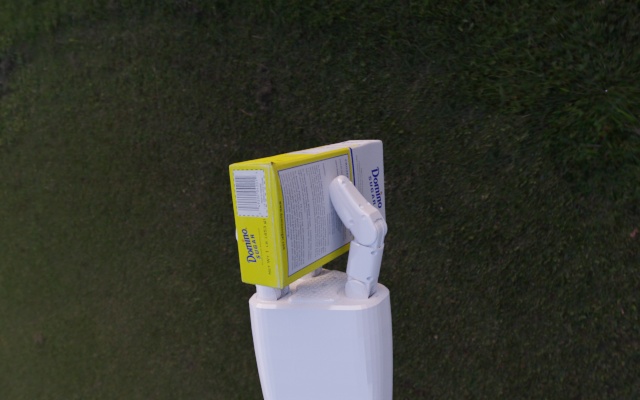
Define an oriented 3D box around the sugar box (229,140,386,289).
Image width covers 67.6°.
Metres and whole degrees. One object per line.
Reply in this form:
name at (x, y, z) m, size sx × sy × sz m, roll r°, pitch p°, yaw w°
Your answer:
sugar box at (0.000, 0.001, 0.414) m, size 0.048 × 0.093 × 0.176 m, roll 3°, pitch 12°, yaw 30°
